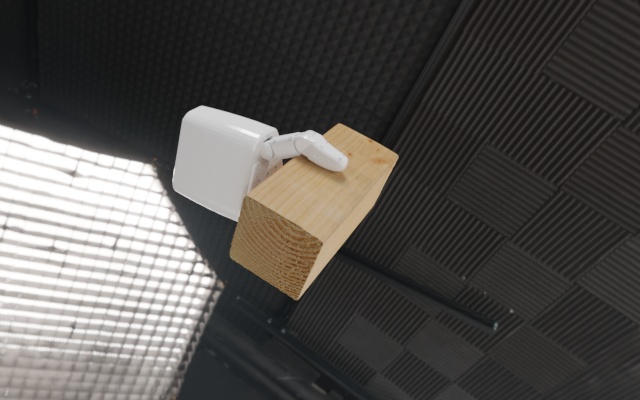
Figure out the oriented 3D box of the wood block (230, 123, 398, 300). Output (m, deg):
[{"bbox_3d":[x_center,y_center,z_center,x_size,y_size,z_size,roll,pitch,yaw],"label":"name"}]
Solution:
[{"bbox_3d":[0.000,0.001,0.542,0.090,0.091,0.206,31,39,12],"label":"wood block"}]
